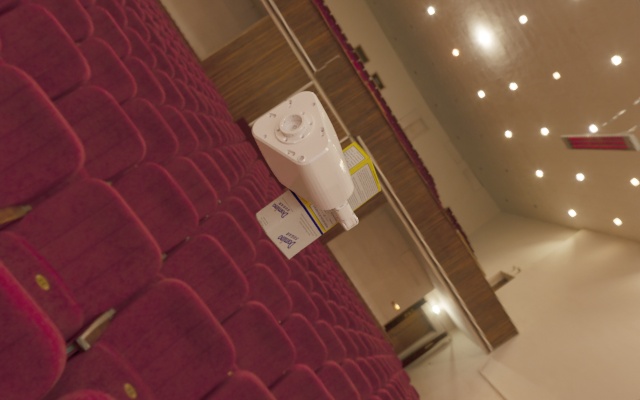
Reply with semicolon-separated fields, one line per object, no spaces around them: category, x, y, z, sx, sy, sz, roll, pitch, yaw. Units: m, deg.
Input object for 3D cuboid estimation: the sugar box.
sugar box;0.000;0.002;0.688;0.176;0.048;0.093;-34;-35;-3
